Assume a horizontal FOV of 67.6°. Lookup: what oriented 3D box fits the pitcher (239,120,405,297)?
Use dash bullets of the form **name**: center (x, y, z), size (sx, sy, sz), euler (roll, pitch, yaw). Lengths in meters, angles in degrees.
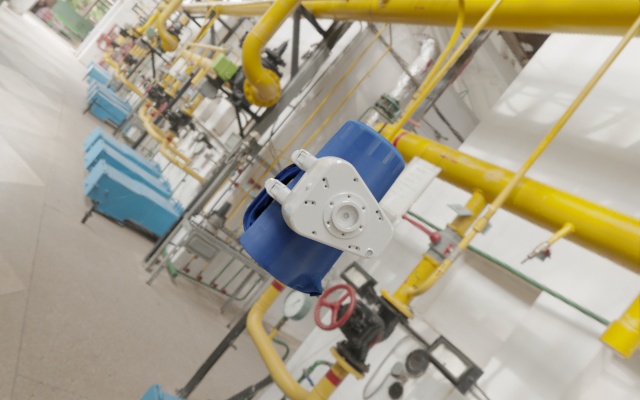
- **pitcher**: center (0.000, 0.002, 0.690), size (0.149, 0.243, 0.145), euler (39, -1, -8)
